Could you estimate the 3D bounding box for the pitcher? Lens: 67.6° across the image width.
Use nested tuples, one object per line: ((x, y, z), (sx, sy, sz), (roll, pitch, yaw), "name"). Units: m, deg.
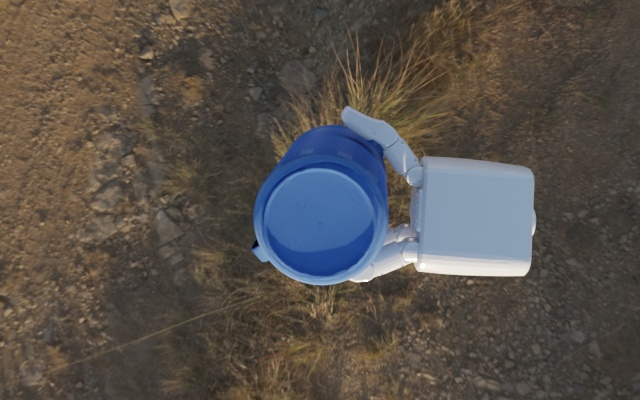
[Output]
((0.000, 0.002, 0.487), (0.145, 0.149, 0.242), (6, 12, 3), "pitcher")
